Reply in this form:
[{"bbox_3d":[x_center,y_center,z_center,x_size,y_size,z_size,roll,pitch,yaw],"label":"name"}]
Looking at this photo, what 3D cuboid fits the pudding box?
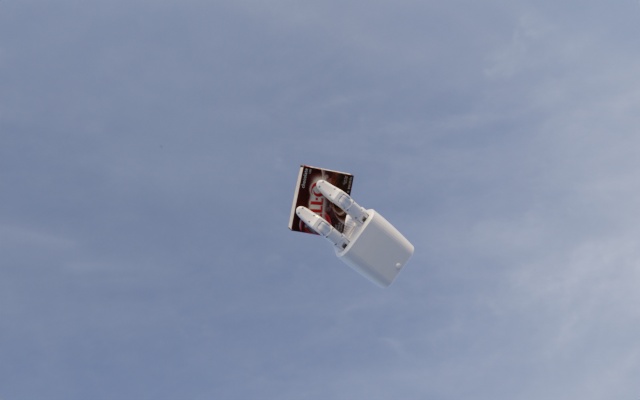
[{"bbox_3d":[0.000,0.003,0.808,0.090,0.113,0.039,10,1,-15],"label":"pudding box"}]
